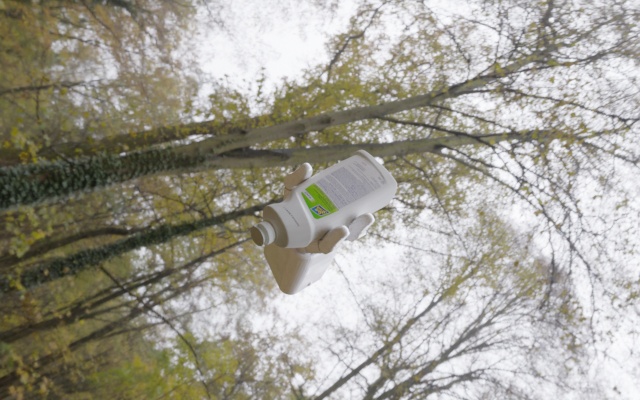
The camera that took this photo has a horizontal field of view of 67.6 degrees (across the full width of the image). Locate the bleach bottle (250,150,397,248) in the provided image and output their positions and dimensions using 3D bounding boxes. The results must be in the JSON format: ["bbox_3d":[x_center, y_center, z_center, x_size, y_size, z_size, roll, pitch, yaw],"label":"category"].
[{"bbox_3d":[0.000,0.002,0.708,0.251,0.068,0.102,-24,59,-39],"label":"bleach bottle"}]
